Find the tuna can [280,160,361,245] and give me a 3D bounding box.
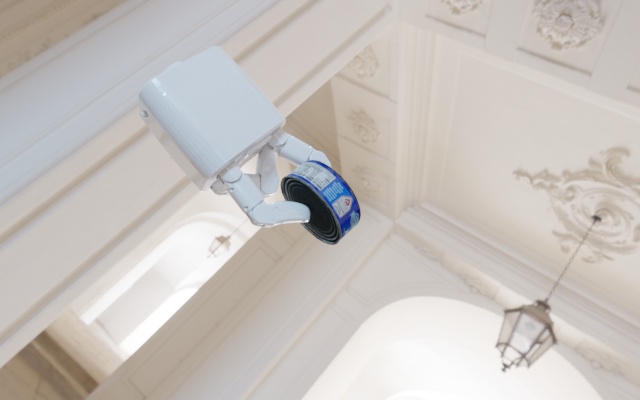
[{"bbox_3d":[0.001,0.001,0.488,0.033,0.086,0.086,-40,18,-24],"label":"tuna can"}]
